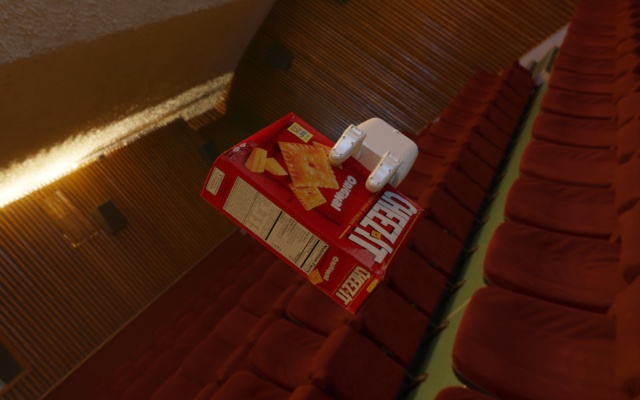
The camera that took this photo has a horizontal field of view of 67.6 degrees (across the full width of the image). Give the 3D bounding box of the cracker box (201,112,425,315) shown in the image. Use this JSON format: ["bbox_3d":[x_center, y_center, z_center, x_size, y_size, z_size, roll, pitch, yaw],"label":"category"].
[{"bbox_3d":[0.000,0.002,0.553,0.213,0.072,0.164,37,36,7],"label":"cracker box"}]
